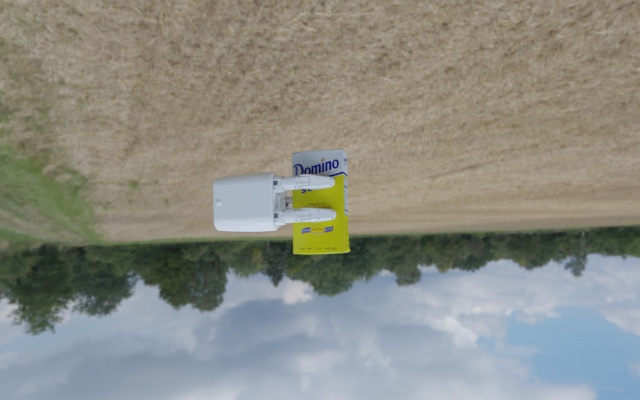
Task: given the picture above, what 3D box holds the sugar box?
[{"bbox_3d":[0.000,0.003,0.819,0.093,0.176,0.048,-3,-4,14],"label":"sugar box"}]
